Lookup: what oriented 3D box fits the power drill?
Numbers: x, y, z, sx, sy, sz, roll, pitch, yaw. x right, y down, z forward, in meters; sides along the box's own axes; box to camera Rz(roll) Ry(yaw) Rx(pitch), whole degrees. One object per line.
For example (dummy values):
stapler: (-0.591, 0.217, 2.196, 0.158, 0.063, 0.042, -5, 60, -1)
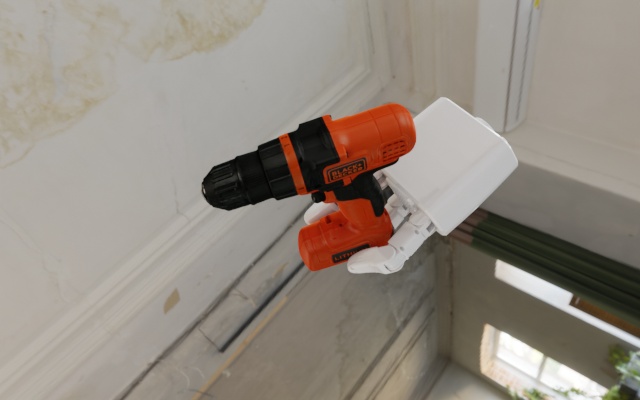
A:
power drill: (0.000, 0.002, 0.455, 0.184, 0.057, 0.188, -18, -31, -1)
